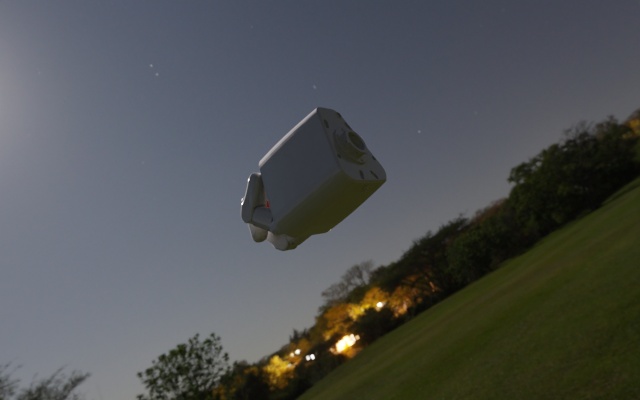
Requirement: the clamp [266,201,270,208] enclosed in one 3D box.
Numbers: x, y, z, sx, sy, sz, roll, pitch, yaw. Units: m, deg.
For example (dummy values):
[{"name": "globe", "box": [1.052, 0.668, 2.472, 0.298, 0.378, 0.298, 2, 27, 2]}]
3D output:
[{"name": "clamp", "box": [0.000, 0.002, 0.651, 0.120, 0.039, 0.171, -41, -20, 30]}]
